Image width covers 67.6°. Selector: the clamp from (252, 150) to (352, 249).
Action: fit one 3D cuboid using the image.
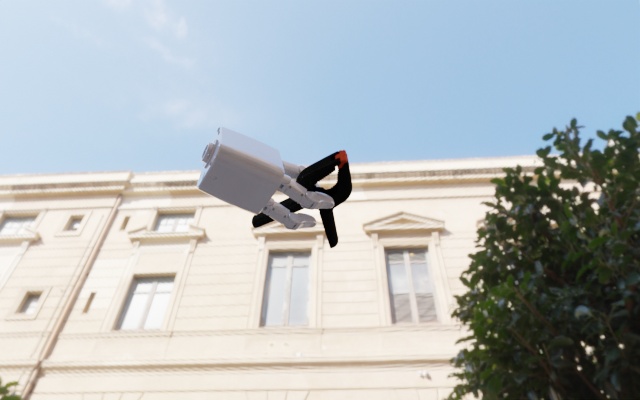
[{"bbox_3d":[0.000,0.002,0.806,0.164,0.036,0.210,22,-51,-24],"label":"clamp"}]
